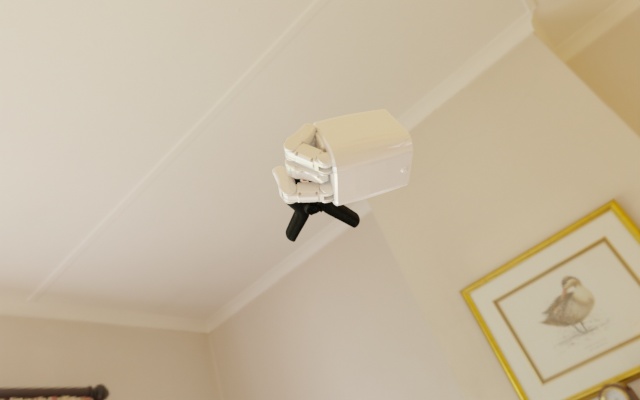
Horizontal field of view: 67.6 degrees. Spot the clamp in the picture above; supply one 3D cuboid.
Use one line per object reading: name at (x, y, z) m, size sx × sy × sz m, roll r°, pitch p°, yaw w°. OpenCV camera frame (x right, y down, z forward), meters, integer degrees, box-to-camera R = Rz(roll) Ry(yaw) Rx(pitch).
clamp at (0.000, 0.002, 0.715) m, size 0.120 × 0.039 × 0.172 m, roll -13°, pitch -35°, yaw -6°
